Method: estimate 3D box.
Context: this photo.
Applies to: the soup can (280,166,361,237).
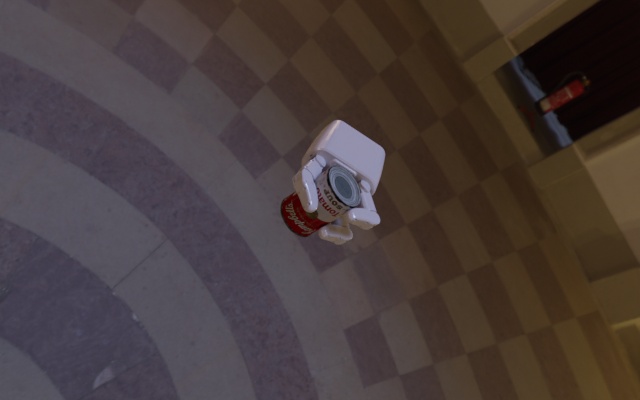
[{"bbox_3d":[0.000,0.002,0.693,0.102,0.068,0.068,-33,-20,35],"label":"soup can"}]
